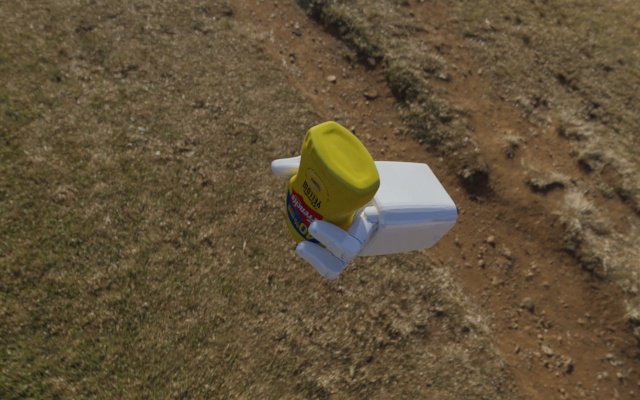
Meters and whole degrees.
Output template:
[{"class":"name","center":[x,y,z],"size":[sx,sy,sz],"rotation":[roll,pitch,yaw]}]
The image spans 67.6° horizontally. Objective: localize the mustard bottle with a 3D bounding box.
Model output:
[{"class":"mustard bottle","center":[0.000,0.002,0.566],"size":[0.058,0.096,0.192],"rotation":[-27,-20,-31]}]
